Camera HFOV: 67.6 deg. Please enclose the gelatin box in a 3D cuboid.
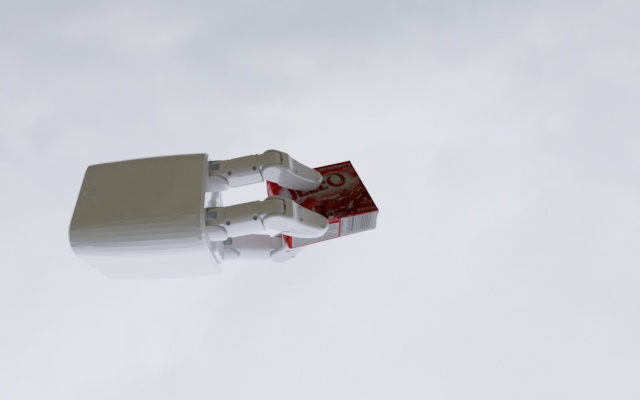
[{"bbox_3d":[0.000,0.002,0.452,0.089,0.030,0.073,-12,47,-15],"label":"gelatin box"}]
